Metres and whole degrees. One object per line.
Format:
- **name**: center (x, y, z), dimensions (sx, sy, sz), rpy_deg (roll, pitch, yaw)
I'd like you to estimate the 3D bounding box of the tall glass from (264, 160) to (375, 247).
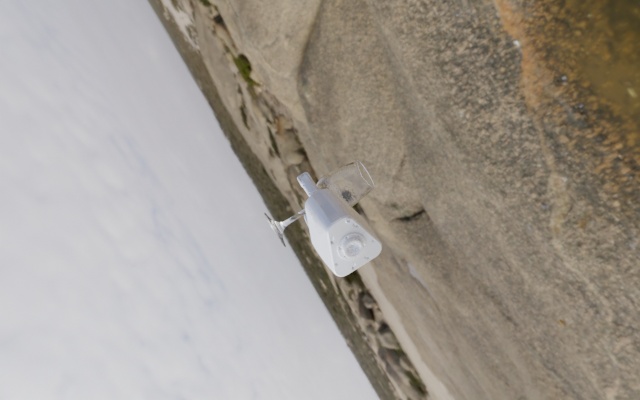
- **tall glass**: center (-0.001, 0.003, 0.885), dimensions (0.201, 0.079, 0.079), rpy_deg (-32, 2, -4)
